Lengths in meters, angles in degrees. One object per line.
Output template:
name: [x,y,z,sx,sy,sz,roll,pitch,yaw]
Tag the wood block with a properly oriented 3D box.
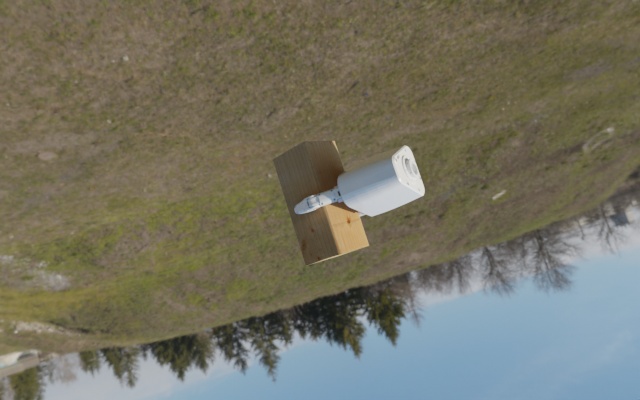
wood block: [0.000,0.003,0.877,0.090,0.206,0.091,-24,-10,40]
